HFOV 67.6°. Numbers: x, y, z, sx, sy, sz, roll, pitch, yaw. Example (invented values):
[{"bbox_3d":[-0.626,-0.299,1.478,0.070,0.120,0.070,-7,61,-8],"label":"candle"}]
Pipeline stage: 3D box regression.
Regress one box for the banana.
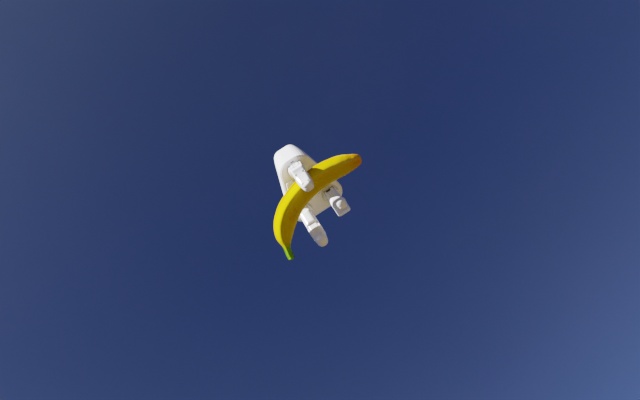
[{"bbox_3d":[-0.017,-0.005,0.751,0.069,0.198,0.037,35,4,-9],"label":"banana"}]
